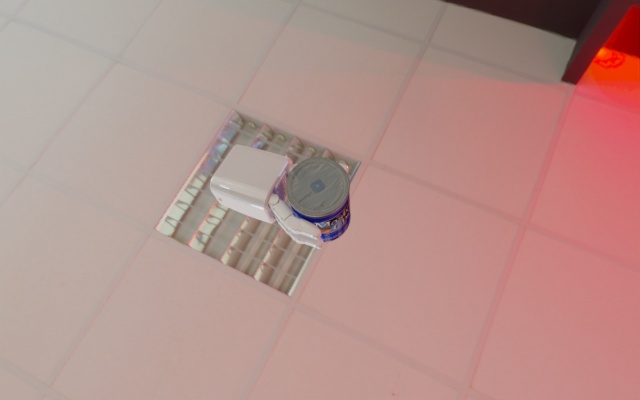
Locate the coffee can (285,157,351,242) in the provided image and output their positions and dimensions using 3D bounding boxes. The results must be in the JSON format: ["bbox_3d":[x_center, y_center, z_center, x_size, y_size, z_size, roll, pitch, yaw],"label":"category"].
[{"bbox_3d":[0.000,0.003,0.817,0.103,0.102,0.140,0,-22,5],"label":"coffee can"}]
